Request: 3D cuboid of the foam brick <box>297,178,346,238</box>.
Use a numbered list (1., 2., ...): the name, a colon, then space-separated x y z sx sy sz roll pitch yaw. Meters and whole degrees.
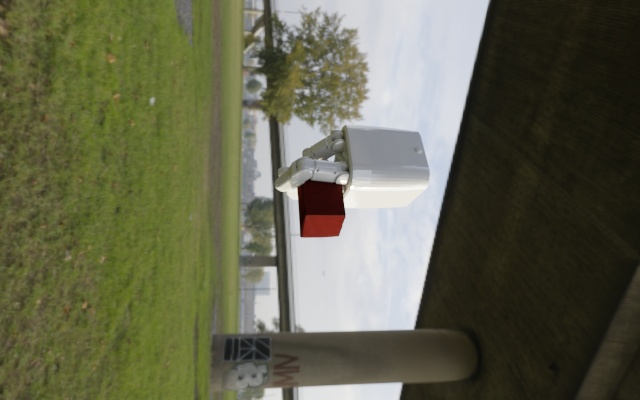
1. foam brick: 0.000 0.002 0.612 0.051 0.078 0.053 2 -35 -10
